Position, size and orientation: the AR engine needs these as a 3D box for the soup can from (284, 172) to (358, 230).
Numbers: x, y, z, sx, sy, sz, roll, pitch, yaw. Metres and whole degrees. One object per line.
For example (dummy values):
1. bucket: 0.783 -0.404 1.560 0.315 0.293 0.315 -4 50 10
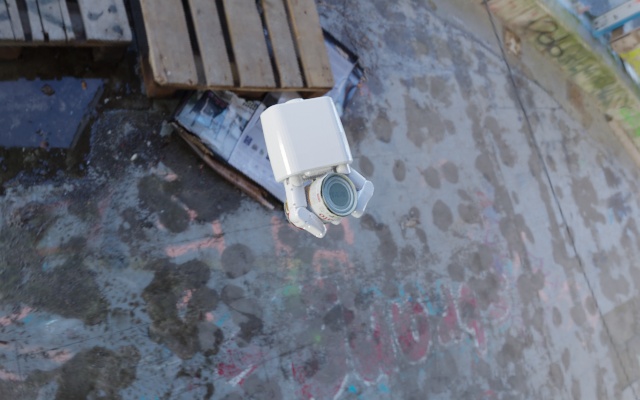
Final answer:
1. soup can: 0.000 0.003 0.722 0.068 0.068 0.102 0 -14 -36
